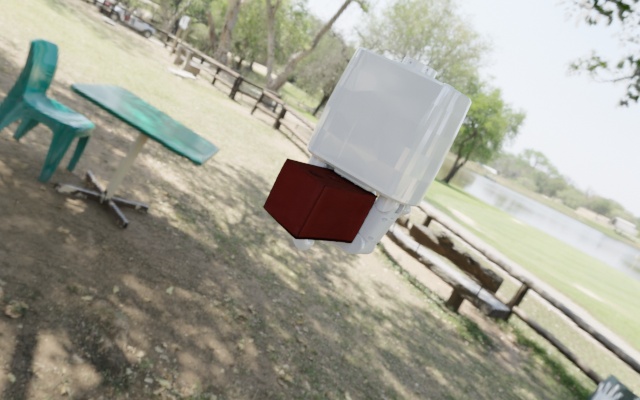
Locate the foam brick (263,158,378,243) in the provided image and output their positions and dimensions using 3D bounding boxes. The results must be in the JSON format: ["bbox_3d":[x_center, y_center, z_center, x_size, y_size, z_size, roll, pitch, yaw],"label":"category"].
[{"bbox_3d":[0.000,0.001,0.421,0.078,0.051,0.053,9,23,-49],"label":"foam brick"}]
